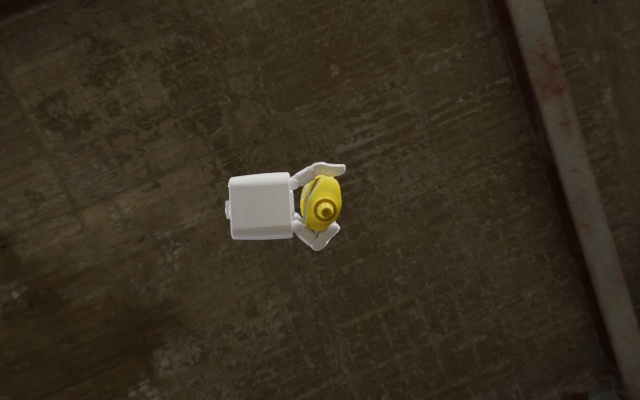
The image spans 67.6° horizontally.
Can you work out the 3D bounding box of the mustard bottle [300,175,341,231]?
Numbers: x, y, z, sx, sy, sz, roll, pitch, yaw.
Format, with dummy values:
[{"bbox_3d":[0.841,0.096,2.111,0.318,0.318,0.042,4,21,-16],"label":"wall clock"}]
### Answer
[{"bbox_3d":[0.000,0.003,0.847,0.058,0.096,0.191,21,7,-8],"label":"mustard bottle"}]
